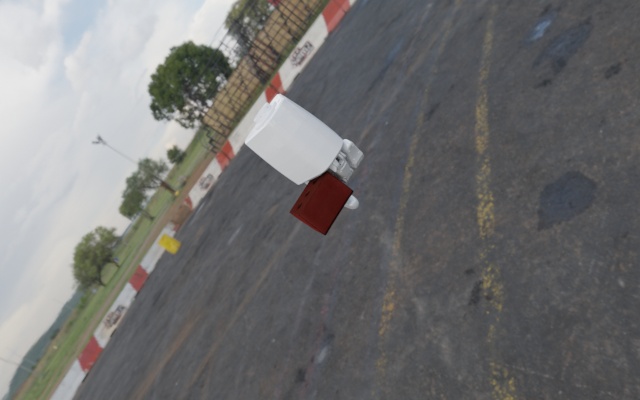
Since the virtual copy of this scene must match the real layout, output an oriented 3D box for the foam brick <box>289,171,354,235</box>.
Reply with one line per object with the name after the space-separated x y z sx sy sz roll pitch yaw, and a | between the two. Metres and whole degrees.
0.000 0.003 0.700 0.051 0.078 0.053 35 -8 -19 | foam brick
